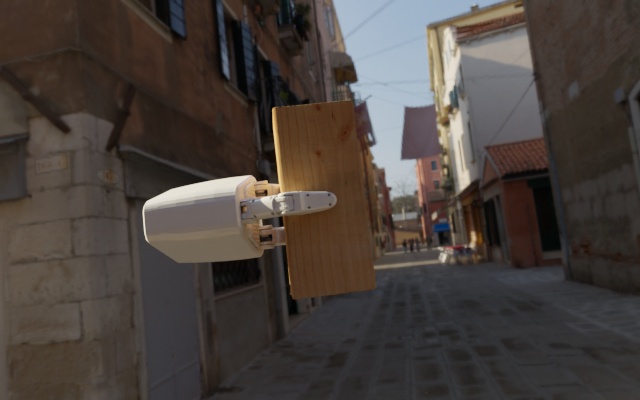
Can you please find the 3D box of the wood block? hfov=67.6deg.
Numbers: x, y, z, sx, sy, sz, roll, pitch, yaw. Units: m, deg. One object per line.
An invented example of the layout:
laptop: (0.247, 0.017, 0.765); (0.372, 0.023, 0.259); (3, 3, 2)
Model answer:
wood block: (0.000, 0.002, 0.549); (0.090, 0.206, 0.091); (-6, -6, -6)
